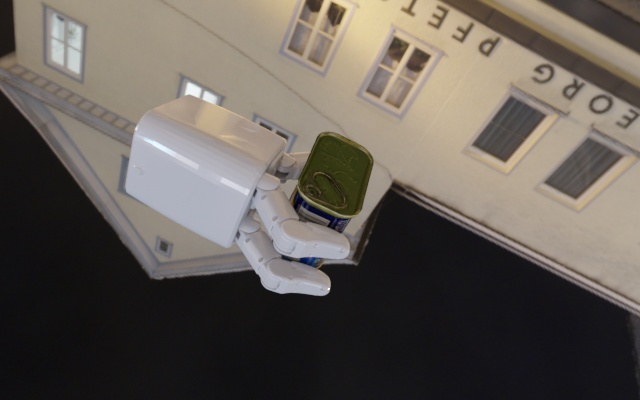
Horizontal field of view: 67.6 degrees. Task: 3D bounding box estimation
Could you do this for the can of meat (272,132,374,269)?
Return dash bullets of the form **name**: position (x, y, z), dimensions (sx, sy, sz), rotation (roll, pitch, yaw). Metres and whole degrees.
- **can of meat**: position (0.000, 0.002, 0.434), dimensions (0.057, 0.084, 0.102), rotation (25, 41, -5)
